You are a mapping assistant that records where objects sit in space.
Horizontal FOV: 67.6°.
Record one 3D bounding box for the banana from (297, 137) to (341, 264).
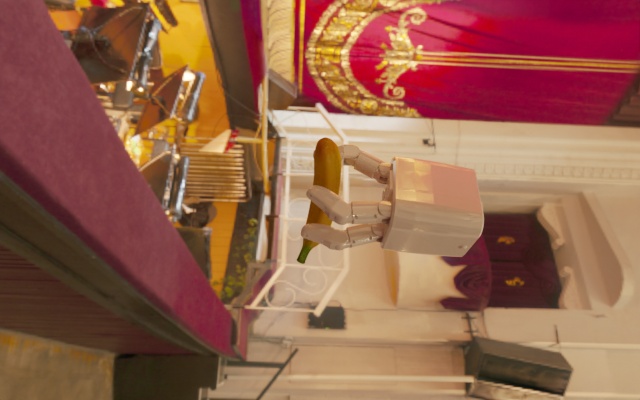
[{"bbox_3d":[0.003,-0.006,0.615,0.037,0.198,0.069,13,38,5],"label":"banana"}]
